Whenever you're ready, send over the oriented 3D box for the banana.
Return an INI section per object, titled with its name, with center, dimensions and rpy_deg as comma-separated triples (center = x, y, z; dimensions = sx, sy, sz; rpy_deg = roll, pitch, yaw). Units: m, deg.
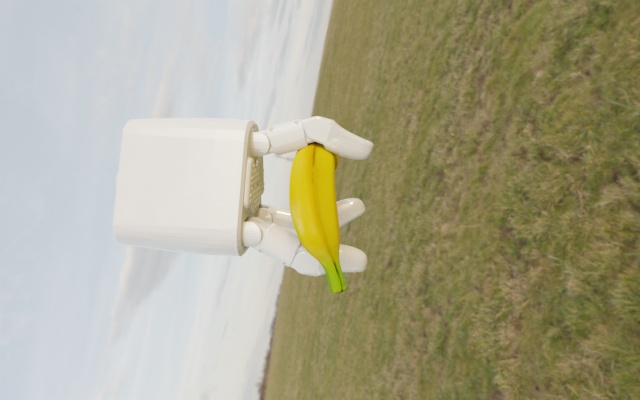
[banana]
center = -0.003, -0.012, 0.402
dimensions = 0.037, 0.070, 0.197
rpy_deg = -8, 33, 6
